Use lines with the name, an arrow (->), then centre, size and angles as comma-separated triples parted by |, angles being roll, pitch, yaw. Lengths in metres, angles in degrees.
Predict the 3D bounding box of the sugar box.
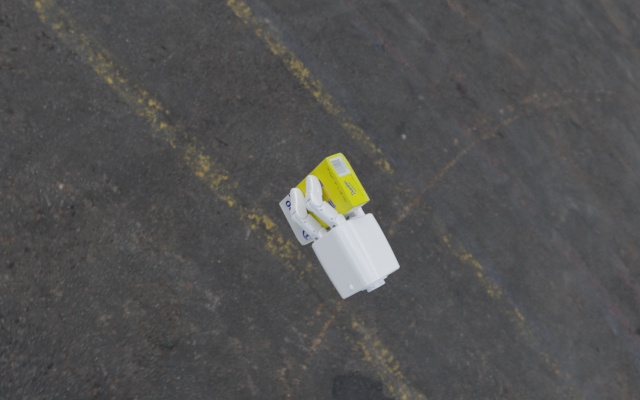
sugar box -> 0.000, 0.003, 0.821 | 0.048, 0.093, 0.176 | -20, -14, -41
